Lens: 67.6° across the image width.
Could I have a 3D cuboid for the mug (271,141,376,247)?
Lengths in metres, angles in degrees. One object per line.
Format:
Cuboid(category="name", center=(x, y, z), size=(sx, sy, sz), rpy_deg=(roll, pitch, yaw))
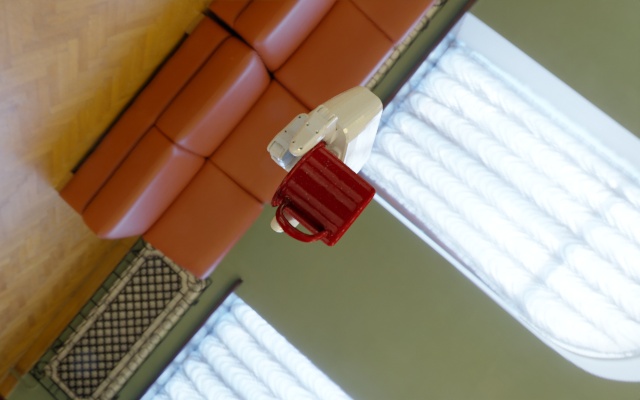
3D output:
Cuboid(category="mug", center=(0.000, 0.002, 0.514), size=(0.117, 0.081, 0.093), rpy_deg=(-45, -9, -45))
